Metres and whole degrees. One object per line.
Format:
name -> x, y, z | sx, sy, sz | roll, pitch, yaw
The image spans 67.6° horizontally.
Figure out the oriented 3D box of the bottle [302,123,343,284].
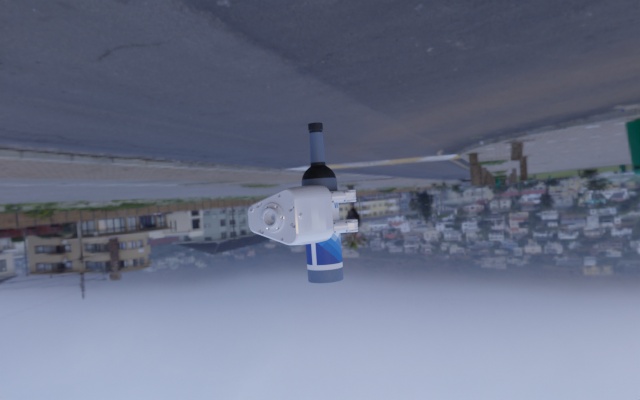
bottle -> 0.000, 0.003, 0.895 | 0.069, 0.295, 0.069 | -4, 0, 0
